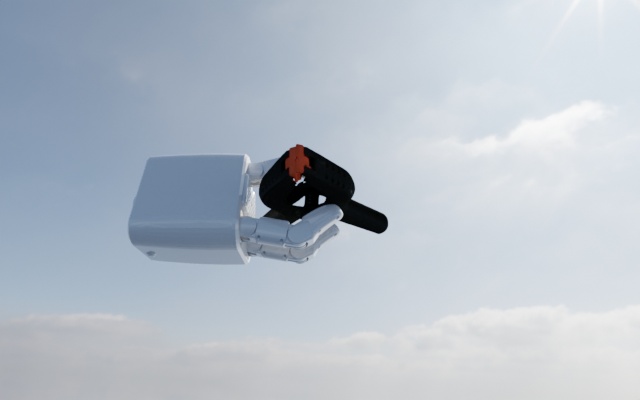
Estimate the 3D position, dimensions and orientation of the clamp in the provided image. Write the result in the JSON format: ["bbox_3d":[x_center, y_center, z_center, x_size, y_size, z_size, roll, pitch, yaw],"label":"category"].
[{"bbox_3d":[0.000,0.001,0.503,0.164,0.036,0.210,-2,-21,-2],"label":"clamp"}]
